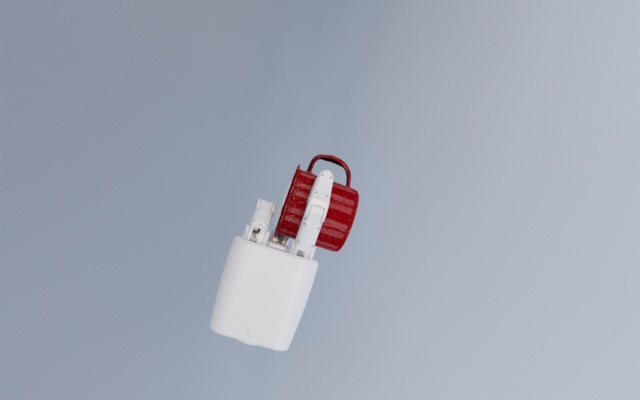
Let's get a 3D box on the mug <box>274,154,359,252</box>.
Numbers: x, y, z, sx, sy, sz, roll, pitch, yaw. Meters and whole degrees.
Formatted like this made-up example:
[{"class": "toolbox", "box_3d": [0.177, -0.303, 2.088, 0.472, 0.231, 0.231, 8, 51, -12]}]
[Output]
[{"class": "mug", "box_3d": [0.001, 0.001, 0.583, 0.081, 0.117, 0.093, 19, -3, -5]}]
